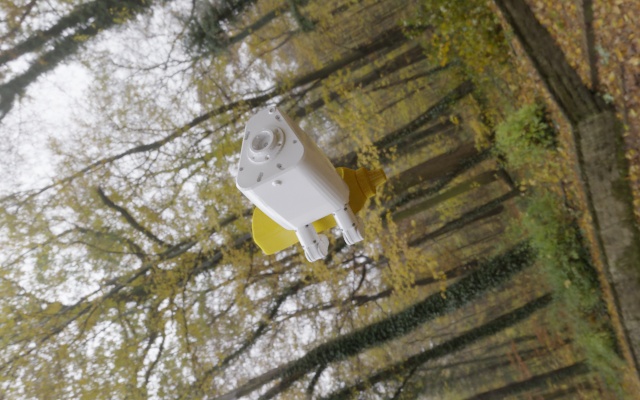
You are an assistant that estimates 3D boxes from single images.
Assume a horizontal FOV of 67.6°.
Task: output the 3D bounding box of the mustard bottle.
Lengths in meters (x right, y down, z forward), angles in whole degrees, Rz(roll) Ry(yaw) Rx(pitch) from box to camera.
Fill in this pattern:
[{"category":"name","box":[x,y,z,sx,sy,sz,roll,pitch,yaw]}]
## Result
[{"category":"mustard bottle","box":[0.000,0.002,0.656,0.191,0.058,0.096,-25,30,17]}]
